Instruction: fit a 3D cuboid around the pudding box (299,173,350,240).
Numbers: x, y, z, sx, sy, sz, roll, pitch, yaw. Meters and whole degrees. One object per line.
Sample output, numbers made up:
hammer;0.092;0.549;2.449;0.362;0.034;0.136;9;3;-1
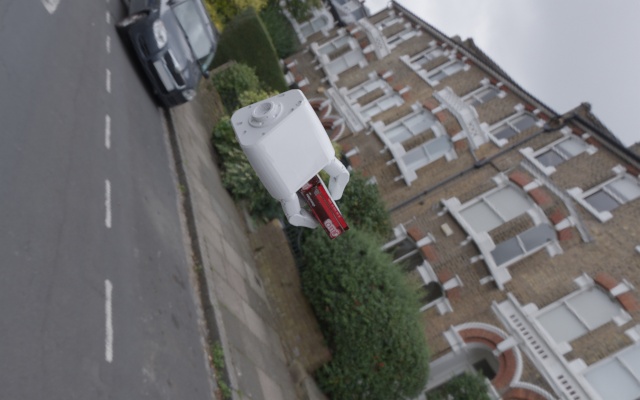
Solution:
pudding box;0.000;0.002;0.755;0.039;0.090;0.113;-31;17;2
